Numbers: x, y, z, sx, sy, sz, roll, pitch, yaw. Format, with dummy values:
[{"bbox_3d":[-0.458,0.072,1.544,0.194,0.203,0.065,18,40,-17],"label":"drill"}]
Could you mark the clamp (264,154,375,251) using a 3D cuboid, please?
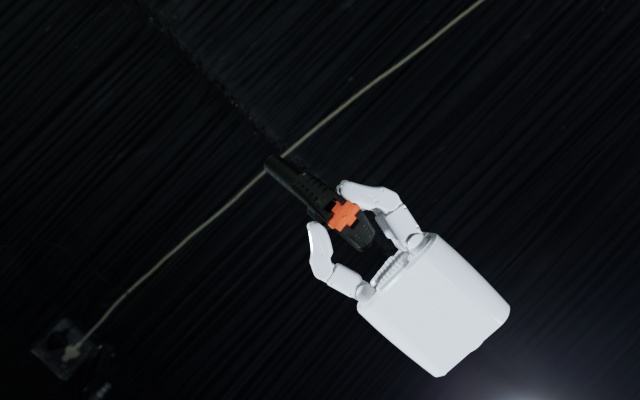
[{"bbox_3d":[0.000,0.002,0.494,0.164,0.036,0.210,40,-2,0],"label":"clamp"}]
